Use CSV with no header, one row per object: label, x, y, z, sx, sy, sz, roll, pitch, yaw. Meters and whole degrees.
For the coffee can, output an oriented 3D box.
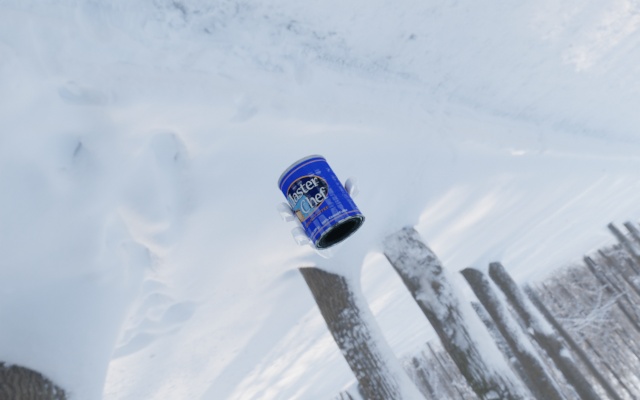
coffee can,0.000,0.003,0.858,0.103,0.140,0.103,-28,-22,-12
